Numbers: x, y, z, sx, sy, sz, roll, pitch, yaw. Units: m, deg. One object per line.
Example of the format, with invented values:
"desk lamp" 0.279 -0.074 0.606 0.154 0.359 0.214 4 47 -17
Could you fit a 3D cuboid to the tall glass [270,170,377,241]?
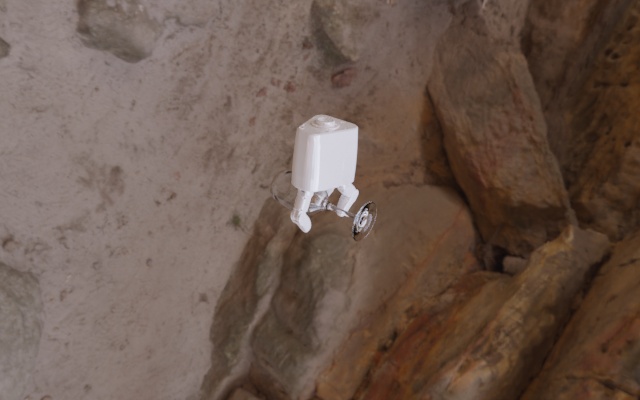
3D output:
"tall glass" 0.001 0.003 0.884 0.201 0.079 0.079 23 13 31
